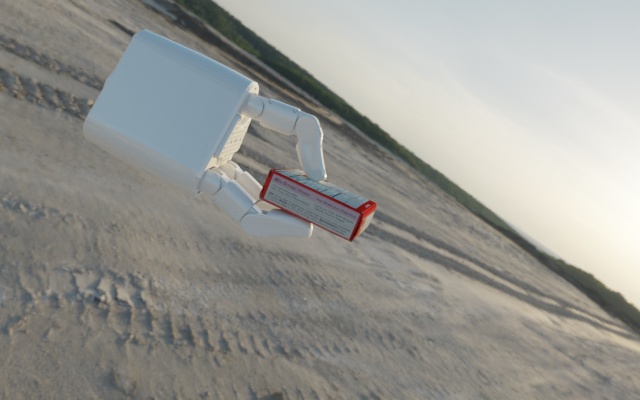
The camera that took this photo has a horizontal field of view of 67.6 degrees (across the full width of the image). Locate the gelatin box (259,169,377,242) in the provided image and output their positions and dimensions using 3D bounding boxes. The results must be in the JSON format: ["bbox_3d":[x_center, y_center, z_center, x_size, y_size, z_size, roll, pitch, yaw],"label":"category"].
[{"bbox_3d":[0.001,0.001,0.423,0.089,0.030,0.073,24,11,11],"label":"gelatin box"}]
